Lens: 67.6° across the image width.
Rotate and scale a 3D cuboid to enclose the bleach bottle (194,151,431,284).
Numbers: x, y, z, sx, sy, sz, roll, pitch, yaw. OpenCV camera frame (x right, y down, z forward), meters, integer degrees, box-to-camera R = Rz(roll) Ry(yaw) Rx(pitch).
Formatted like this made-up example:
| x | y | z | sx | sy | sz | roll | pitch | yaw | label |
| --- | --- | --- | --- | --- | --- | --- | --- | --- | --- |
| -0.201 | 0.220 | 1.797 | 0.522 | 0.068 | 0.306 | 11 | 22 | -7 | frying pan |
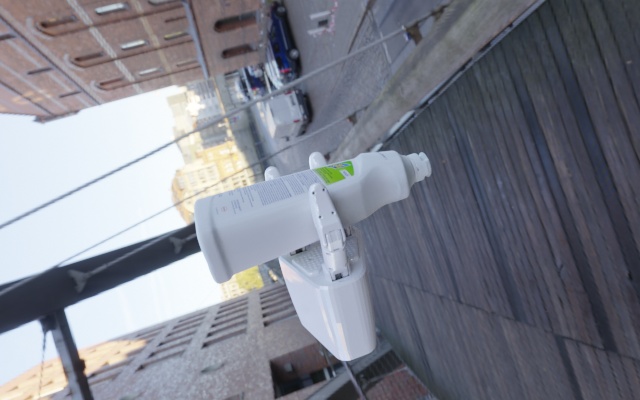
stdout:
| x | y | z | sx | sy | sz | roll | pitch | yaw | label |
| --- | --- | --- | --- | --- | --- | --- | --- | --- | --- |
| 0.000 | 0.002 | 0.499 | 0.251 | 0.068 | 0.102 | -18 | 28 | -9 | bleach bottle |
